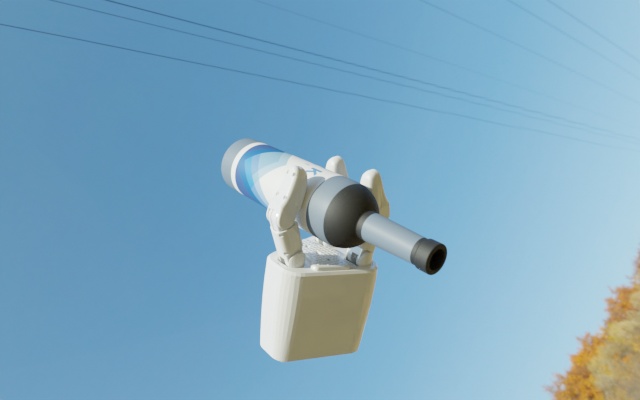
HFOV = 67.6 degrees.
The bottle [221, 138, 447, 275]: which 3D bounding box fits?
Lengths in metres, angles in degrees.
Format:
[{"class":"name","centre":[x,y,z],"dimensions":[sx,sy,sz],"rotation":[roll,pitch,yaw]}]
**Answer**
[{"class":"bottle","centre":[0.000,0.001,0.486],"dimensions":[0.069,0.069,0.295],"rotation":[0,18,-42]}]
